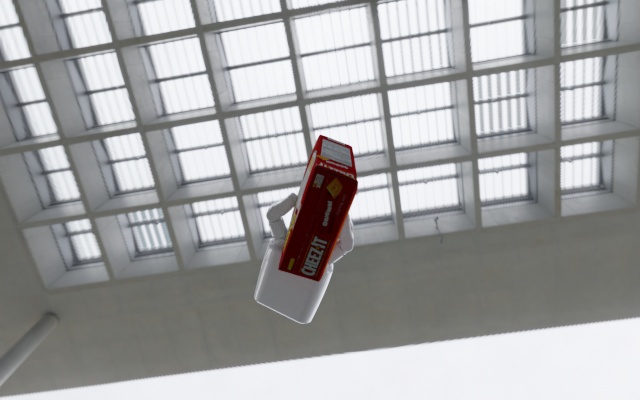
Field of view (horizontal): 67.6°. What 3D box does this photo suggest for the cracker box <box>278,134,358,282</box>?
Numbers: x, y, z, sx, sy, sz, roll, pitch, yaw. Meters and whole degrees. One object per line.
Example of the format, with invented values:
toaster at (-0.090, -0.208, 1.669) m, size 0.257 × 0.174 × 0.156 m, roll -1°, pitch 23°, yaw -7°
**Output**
cracker box at (0.000, 0.002, 0.746) m, size 0.072 × 0.164 × 0.213 m, roll 18°, pitch 19°, yaw -5°
